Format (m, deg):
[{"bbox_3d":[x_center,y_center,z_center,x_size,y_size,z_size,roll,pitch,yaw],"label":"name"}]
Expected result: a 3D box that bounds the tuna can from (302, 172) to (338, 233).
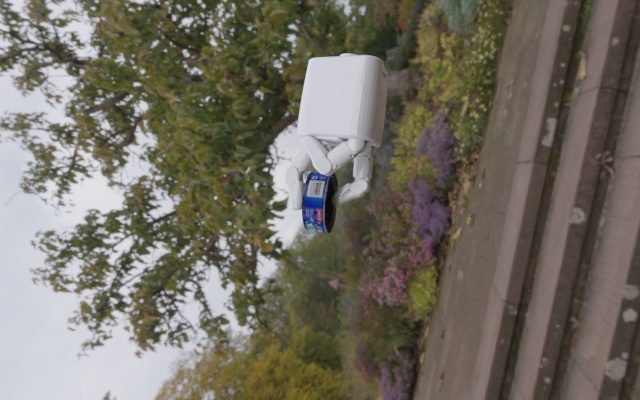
[{"bbox_3d":[0.000,0.002,0.677,0.034,0.086,0.086,5,1,13],"label":"tuna can"}]
